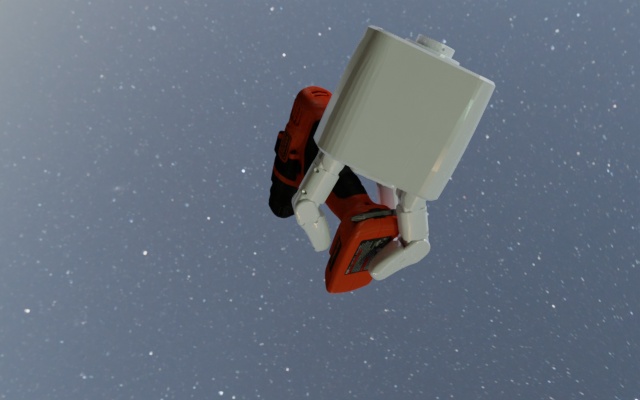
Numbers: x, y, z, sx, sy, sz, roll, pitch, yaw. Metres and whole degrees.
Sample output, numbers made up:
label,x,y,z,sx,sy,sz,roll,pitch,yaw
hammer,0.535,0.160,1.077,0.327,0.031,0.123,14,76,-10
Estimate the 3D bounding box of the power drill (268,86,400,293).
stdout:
label,x,y,z,sx,sy,sz,roll,pitch,yaw
power drill,0.000,0.002,0.510,0.057,0.187,0.185,-10,-39,-27
